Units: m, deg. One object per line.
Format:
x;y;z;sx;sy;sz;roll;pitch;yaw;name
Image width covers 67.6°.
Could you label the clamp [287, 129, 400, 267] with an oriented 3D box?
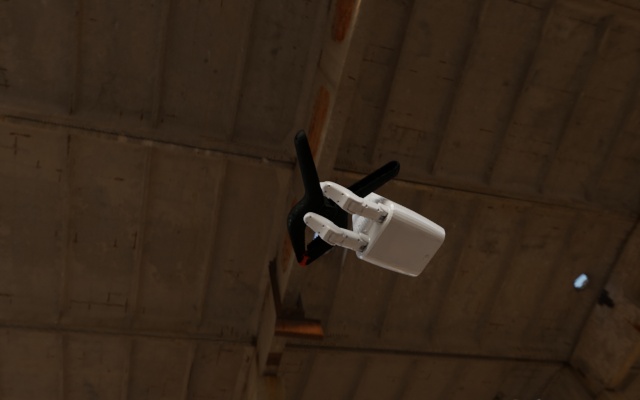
0.000;0.002;0.706;0.164;0.210;0.036;23;20;-22;clamp
